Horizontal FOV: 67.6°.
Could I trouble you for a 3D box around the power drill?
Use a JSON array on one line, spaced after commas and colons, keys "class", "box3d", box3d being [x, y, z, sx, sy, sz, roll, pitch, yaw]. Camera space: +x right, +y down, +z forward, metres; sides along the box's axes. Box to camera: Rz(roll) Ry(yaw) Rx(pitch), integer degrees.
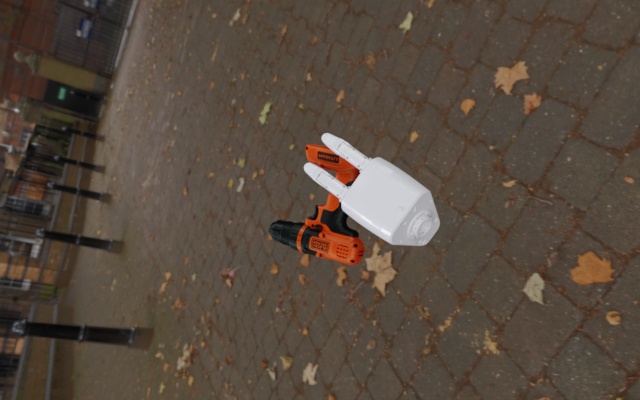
[{"class": "power drill", "box3d": [0.000, 0.002, 0.811, 0.184, 0.188, 0.057, 13, 10, 28]}]
